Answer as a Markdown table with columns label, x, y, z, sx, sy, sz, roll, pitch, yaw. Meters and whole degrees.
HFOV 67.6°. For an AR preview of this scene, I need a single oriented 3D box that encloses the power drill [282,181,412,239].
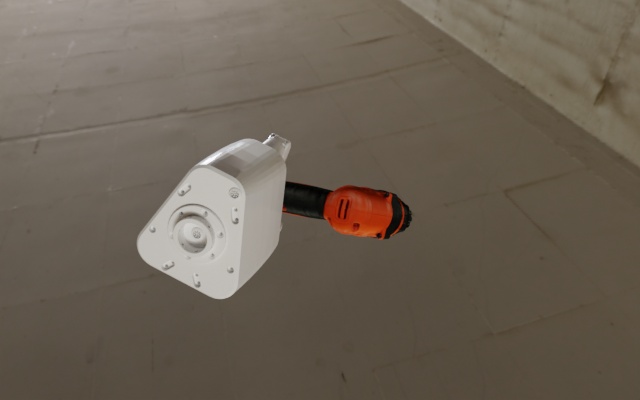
| label | x | y | z | sx | sy | sz | roll | pitch | yaw |
| --- | --- | --- | --- | --- | --- | --- | --- | --- | --- |
| power drill | 0.000 | 0.002 | 0.539 | 0.187 | 0.057 | 0.184 | 9 | -2 | 25 |
